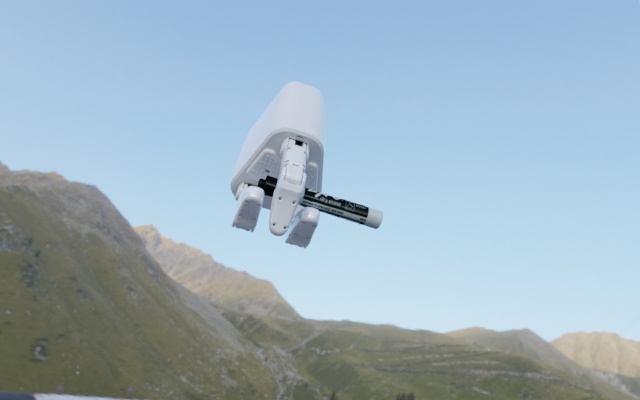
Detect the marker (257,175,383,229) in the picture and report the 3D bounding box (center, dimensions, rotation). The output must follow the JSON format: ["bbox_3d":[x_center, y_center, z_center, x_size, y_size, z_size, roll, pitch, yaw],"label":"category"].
[{"bbox_3d":[0.000,0.001,0.447,0.121,0.020,0.020,17,-4,-12],"label":"marker"}]
